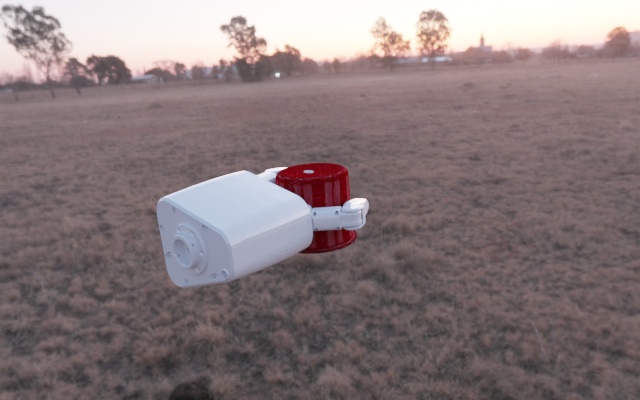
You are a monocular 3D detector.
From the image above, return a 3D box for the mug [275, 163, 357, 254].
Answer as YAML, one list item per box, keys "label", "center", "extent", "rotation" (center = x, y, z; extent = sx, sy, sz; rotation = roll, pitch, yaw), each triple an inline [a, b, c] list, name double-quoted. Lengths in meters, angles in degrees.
- label: "mug"
  center: [0.001, 0.001, 0.547]
  extent: [0.093, 0.081, 0.117]
  rotation: [8, 20, 36]
